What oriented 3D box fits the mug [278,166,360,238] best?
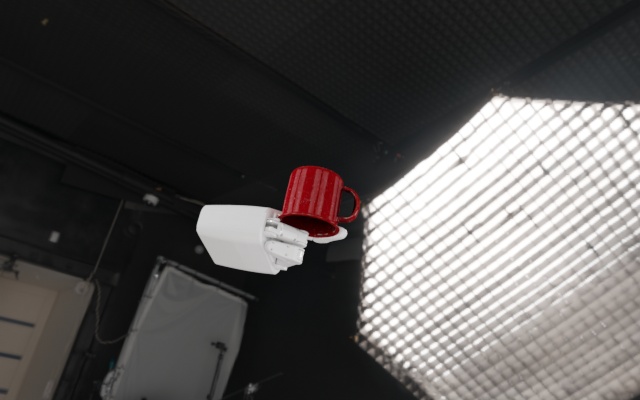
[{"bbox_3d":[0.002,0.002,0.707,0.117,0.081,0.093,4,-24,15],"label":"mug"}]
